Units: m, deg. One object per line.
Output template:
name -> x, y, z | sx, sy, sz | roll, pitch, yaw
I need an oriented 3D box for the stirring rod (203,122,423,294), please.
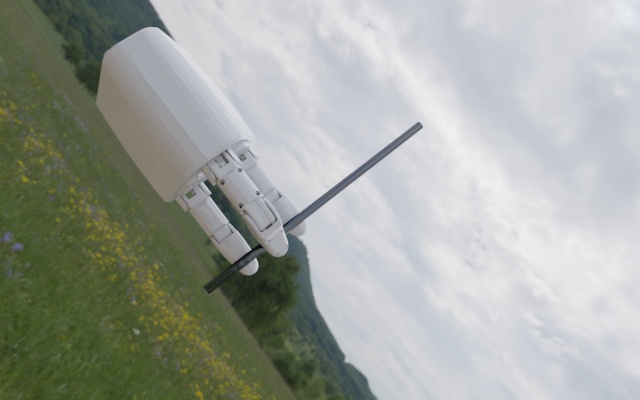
stirring rod -> 0.000, 0.001, 0.414 | 0.239, 0.011, 0.011 | -38, 11, -14
